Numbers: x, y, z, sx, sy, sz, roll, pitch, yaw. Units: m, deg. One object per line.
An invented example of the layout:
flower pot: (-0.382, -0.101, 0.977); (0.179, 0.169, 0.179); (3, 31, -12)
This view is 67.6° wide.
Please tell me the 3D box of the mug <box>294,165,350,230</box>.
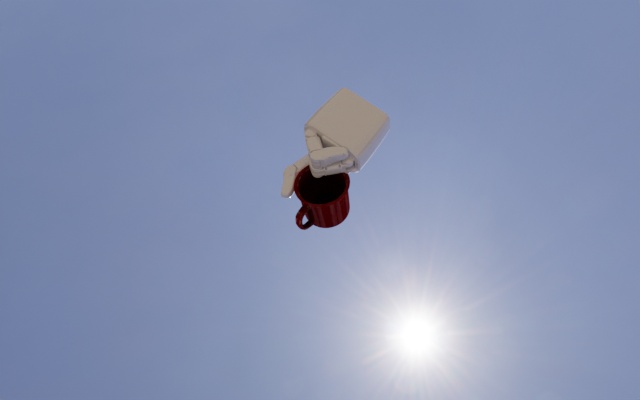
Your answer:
mug: (-0.001, 0.004, 0.807); (0.093, 0.117, 0.082); (28, -26, 25)
